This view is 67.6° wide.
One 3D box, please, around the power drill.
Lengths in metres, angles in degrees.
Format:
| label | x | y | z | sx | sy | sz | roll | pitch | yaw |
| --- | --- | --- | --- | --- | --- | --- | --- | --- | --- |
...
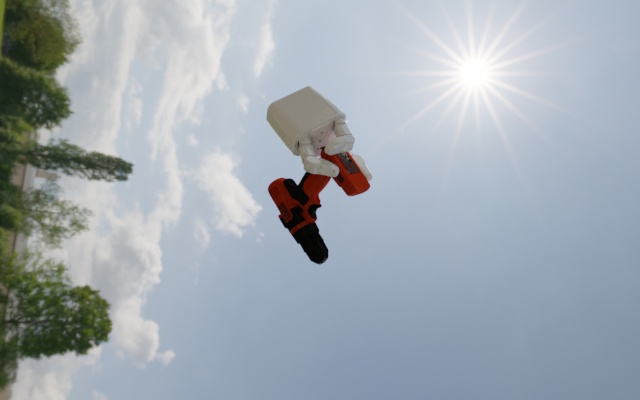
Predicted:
| label | x | y | z | sx | sy | sz | roll | pitch | yaw |
| --- | --- | --- | --- | --- | --- | --- | --- | --- | --- |
| power drill | 0.000 | 0.002 | 0.869 | 0.188 | 0.184 | 0.057 | -41 | -14 | 33 |
